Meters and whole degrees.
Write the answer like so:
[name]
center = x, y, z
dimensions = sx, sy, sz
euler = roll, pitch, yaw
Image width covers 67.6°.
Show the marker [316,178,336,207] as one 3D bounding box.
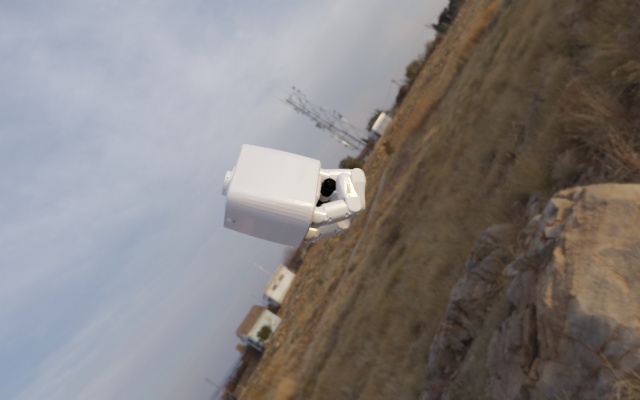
[marker]
center = 0.000, 0.002, 0.663
dimensions = 0.020, 0.020, 0.121
euler = 0, -25, -14
